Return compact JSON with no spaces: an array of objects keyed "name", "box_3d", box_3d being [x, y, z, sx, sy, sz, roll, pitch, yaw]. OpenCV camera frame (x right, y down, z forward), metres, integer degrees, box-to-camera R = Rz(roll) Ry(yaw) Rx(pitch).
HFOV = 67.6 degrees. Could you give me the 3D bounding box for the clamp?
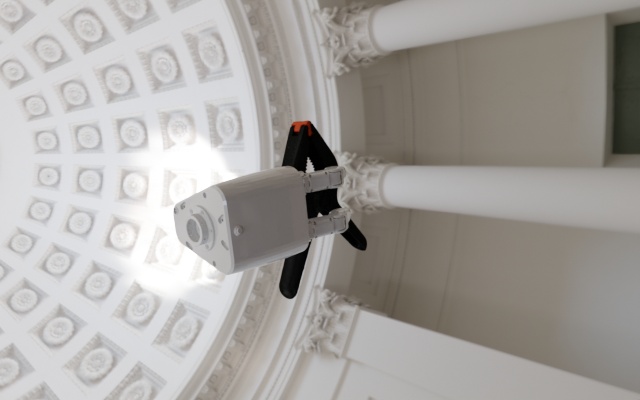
[{"name":"clamp","box_3d":[-0.001,0.001,0.614,0.036,0.210,0.164,4,14,41]}]
